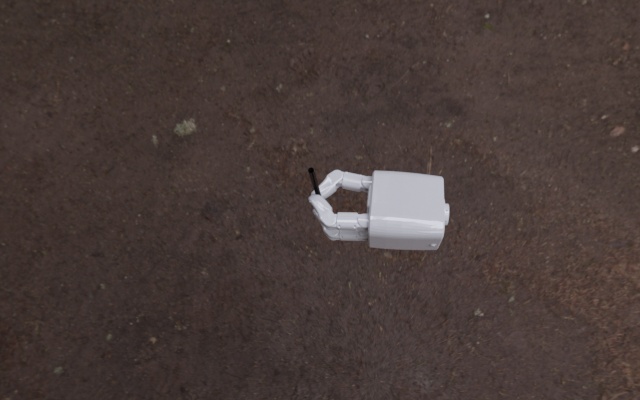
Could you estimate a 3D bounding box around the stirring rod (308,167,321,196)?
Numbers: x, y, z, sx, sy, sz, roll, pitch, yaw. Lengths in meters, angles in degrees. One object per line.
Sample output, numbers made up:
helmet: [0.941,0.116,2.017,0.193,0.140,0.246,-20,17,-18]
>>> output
stirring rod: [0.000,0.002,0.741,0.011,0.011,0.240,0,-21,6]
